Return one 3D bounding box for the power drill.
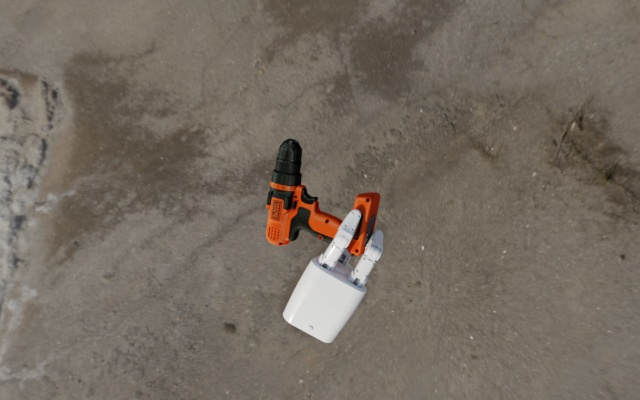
[{"bbox_3d":[0.000,0.003,0.788,0.187,0.184,0.057,15,17,23],"label":"power drill"}]
